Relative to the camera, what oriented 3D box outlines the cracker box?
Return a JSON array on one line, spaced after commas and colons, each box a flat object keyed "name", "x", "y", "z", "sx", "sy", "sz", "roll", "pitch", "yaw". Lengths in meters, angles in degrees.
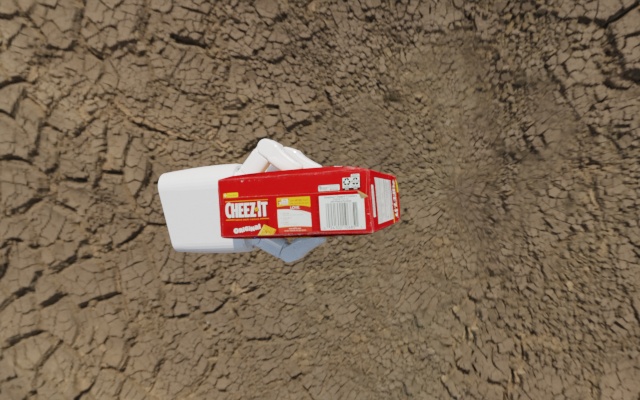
[{"name": "cracker box", "x": 0.000, "y": 0.002, "z": 0.574, "sx": 0.164, "sy": 0.072, "sz": 0.213, "roll": -3, "pitch": 0, "yaw": 16}]
